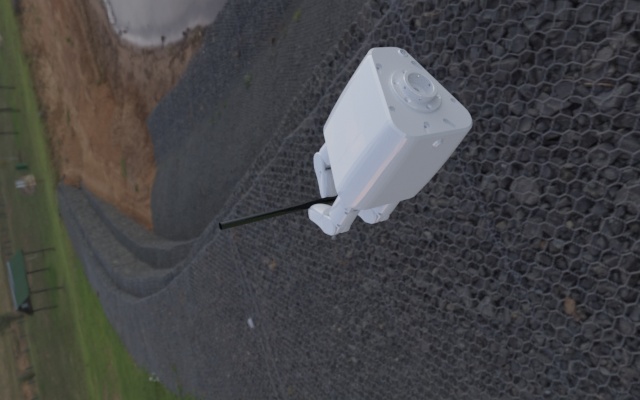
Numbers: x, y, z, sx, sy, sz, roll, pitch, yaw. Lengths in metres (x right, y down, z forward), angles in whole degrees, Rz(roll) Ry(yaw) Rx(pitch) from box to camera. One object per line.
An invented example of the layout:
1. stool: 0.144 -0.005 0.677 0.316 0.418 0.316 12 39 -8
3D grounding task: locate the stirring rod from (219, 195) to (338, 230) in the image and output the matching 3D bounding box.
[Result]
1. stirring rod: 0.000 0.002 0.541 0.239 0.011 0.011 -14 7 -31
